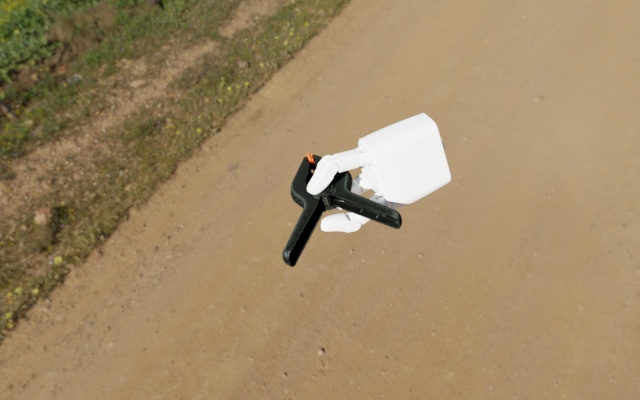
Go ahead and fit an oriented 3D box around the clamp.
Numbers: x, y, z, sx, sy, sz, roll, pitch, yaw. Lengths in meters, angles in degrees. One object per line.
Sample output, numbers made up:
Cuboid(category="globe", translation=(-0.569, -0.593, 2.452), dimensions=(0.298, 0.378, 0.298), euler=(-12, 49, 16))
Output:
Cuboid(category="clamp", translation=(0.000, 0.001, 0.691), dimensions=(0.164, 0.036, 0.209), euler=(-23, 41, -7))
